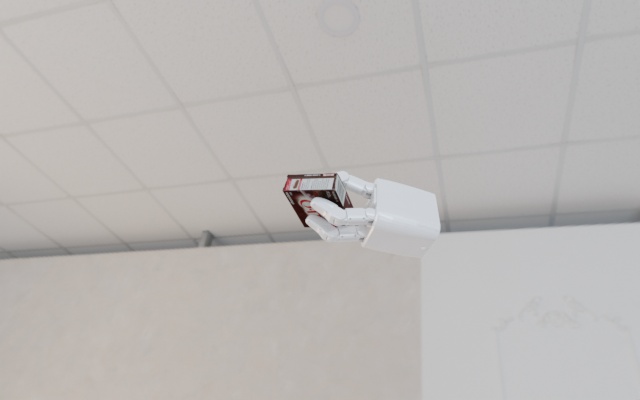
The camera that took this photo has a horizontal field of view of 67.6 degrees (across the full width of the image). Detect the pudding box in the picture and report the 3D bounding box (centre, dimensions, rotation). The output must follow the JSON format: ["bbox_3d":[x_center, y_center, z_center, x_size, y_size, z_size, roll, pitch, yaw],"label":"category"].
[{"bbox_3d":[0.000,0.002,0.787,0.090,0.039,0.114,-2,-38,20],"label":"pudding box"}]
